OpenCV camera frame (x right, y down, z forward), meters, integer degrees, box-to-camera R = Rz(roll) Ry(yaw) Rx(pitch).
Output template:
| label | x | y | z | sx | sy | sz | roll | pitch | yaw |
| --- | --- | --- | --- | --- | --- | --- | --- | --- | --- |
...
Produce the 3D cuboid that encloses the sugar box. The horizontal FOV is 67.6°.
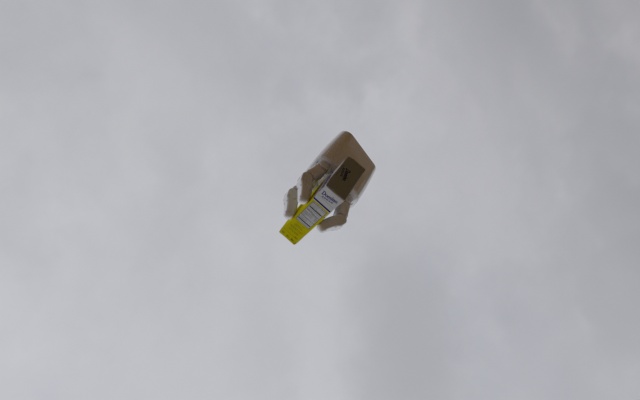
| label | x | y | z | sx | sy | sz | roll | pitch | yaw |
| --- | --- | --- | --- | --- | --- | --- | --- | --- | --- |
| sugar box | 0.000 | 0.002 | 0.840 | 0.176 | 0.048 | 0.093 | -48 | 4 | 46 |
